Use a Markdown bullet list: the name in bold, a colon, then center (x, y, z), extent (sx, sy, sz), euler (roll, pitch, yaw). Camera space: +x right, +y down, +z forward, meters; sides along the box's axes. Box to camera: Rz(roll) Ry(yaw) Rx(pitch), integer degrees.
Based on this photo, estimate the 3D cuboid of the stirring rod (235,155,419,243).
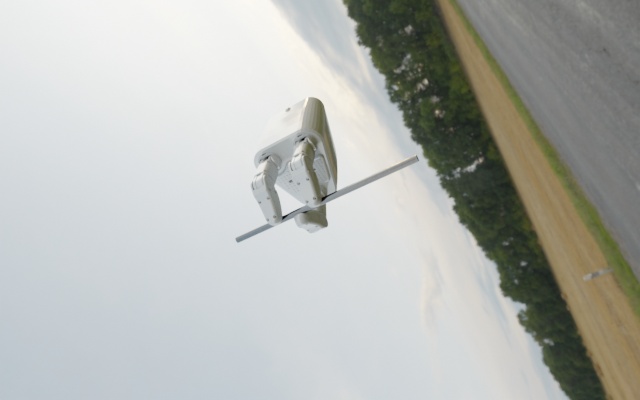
- **stirring rod**: center (0.000, 0.002, 0.547), extent (0.239, 0.011, 0.011), euler (-25, -9, 20)
